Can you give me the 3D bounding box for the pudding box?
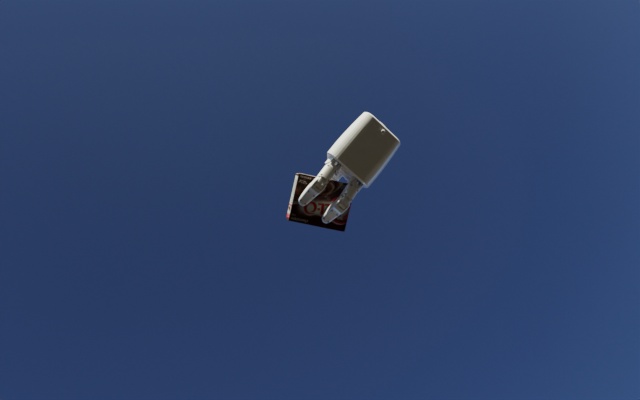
[{"bbox_3d":[0.000,0.003,0.889,0.113,0.090,0.039,12,4,-12],"label":"pudding box"}]
